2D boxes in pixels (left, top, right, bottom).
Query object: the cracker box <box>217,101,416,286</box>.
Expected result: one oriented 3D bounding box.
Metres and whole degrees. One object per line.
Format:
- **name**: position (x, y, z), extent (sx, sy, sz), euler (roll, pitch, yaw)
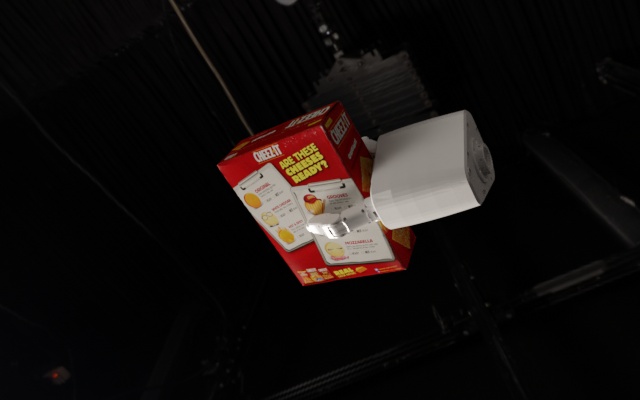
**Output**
- **cracker box**: position (0.000, 0.002, 0.604), extent (0.164, 0.214, 0.072), euler (-15, 28, 34)
